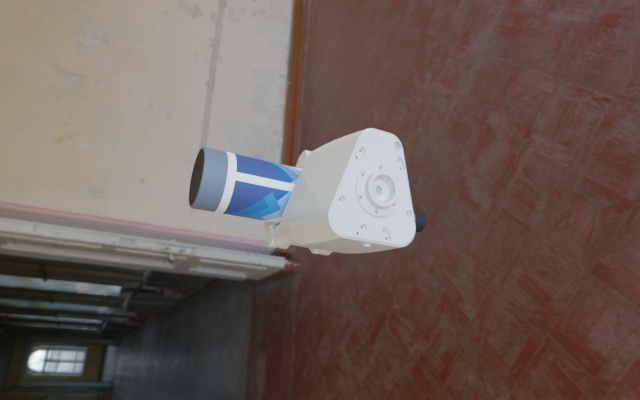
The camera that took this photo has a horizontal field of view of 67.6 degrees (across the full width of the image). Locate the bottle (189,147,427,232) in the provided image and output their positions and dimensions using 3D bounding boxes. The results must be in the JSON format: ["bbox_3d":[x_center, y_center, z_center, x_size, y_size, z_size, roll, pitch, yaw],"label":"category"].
[{"bbox_3d":[0.000,0.002,0.565,0.296,0.069,0.069,11,-5,-25],"label":"bottle"}]
